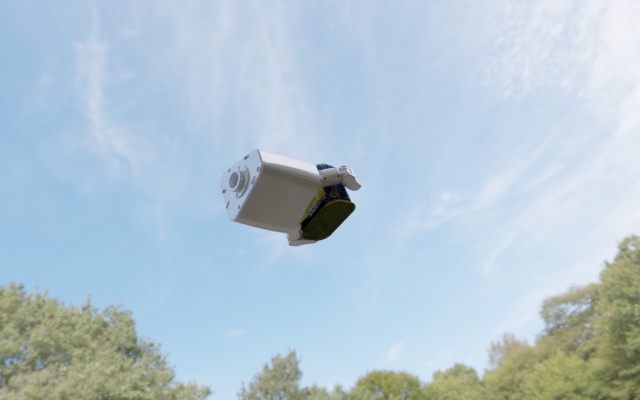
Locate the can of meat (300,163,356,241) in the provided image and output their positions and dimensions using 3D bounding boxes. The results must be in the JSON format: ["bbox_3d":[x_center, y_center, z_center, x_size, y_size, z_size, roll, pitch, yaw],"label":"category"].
[{"bbox_3d":[0.000,0.002,0.781,0.057,0.084,0.102,10,-45,-38],"label":"can of meat"}]
